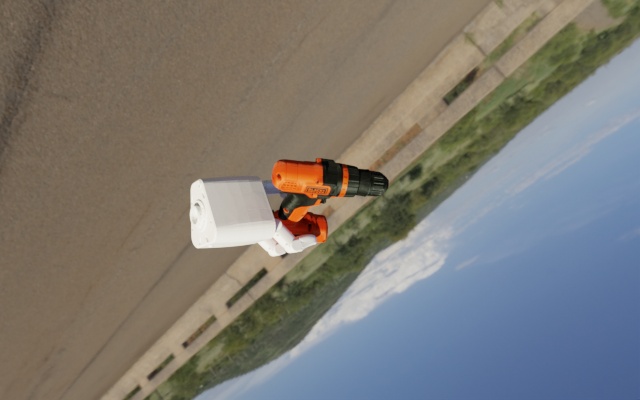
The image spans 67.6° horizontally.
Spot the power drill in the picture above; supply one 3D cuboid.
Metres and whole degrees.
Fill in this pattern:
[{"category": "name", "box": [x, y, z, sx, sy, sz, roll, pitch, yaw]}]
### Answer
[{"category": "power drill", "box": [0.000, 0.003, 0.790, 0.184, 0.057, 0.188, 7, -36, -14]}]
